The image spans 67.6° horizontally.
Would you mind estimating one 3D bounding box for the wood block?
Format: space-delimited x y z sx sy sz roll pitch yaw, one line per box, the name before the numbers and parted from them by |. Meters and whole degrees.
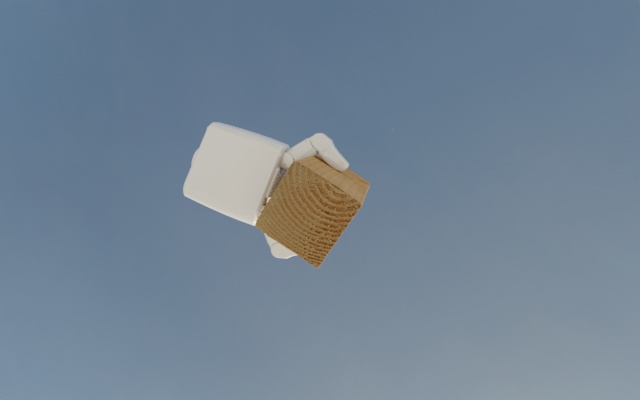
wood block | 0.000 0.002 0.621 0.090 0.091 0.206 33 12 2
